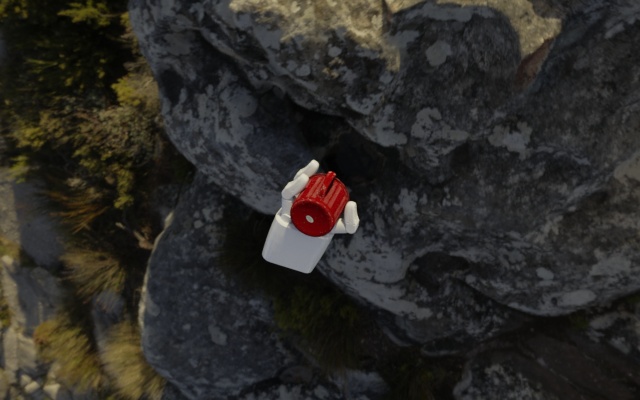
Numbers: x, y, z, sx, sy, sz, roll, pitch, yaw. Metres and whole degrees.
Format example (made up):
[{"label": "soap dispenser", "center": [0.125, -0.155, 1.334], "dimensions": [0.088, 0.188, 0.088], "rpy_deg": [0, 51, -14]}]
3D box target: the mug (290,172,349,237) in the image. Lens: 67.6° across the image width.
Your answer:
[{"label": "mug", "center": [0.001, 0.002, 0.839], "dimensions": [0.093, 0.117, 0.081], "rpy_deg": [27, 36, 3]}]
